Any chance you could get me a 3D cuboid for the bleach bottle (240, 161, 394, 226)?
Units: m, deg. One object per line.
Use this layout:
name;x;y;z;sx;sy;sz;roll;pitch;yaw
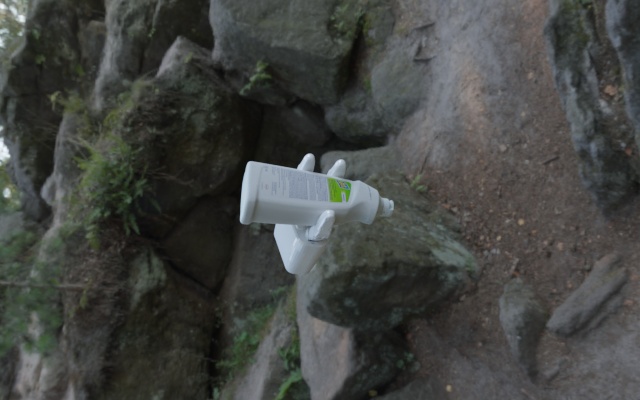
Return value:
bleach bottle;0.000;0.002;0.779;0.251;0.102;0.068;8;-40;-14
